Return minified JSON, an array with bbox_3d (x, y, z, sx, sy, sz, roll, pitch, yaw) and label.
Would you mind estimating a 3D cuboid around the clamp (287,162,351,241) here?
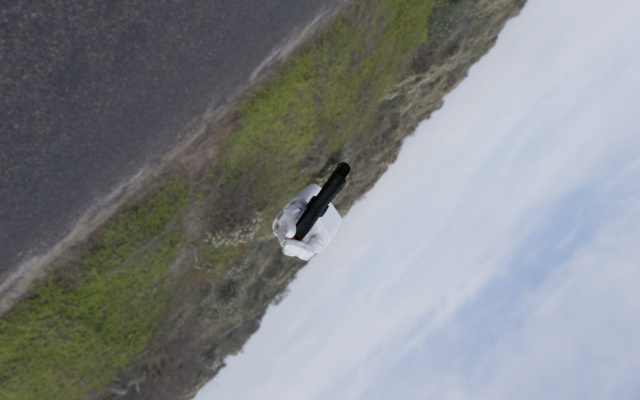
[{"bbox_3d":[0.001,0.003,0.857,0.039,0.171,0.120,40,26,1],"label":"clamp"}]
